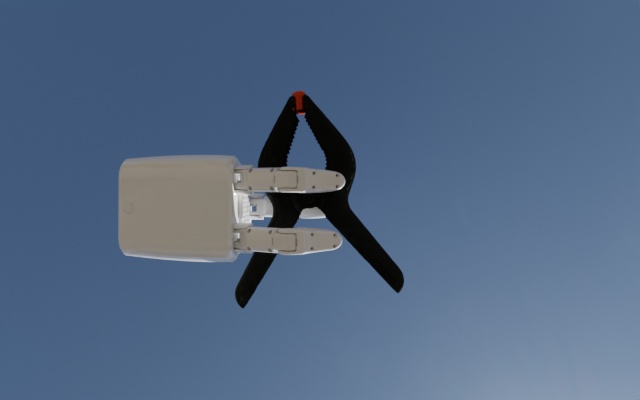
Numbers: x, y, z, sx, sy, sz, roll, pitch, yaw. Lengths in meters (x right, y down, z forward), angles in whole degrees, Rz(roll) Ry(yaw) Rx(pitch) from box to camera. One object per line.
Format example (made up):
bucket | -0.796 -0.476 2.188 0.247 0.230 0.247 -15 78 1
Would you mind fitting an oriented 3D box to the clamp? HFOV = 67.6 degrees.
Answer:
clamp | 0.000 0.001 0.465 0.164 0.210 0.036 1 2 0
